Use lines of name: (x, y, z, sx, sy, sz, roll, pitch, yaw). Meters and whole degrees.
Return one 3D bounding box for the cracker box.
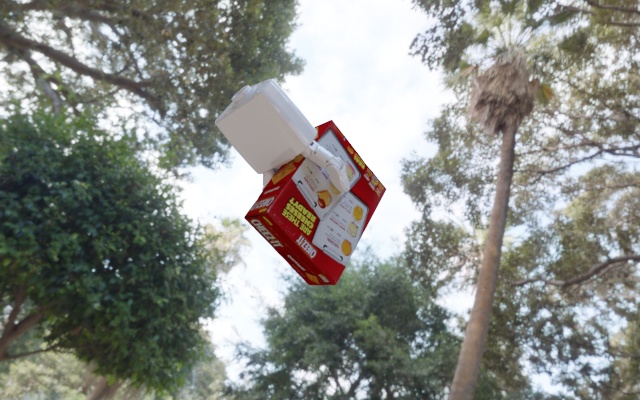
cracker box: (0.000, 0.002, 0.763, 0.072, 0.213, 0.164, -14, -55, 47)
